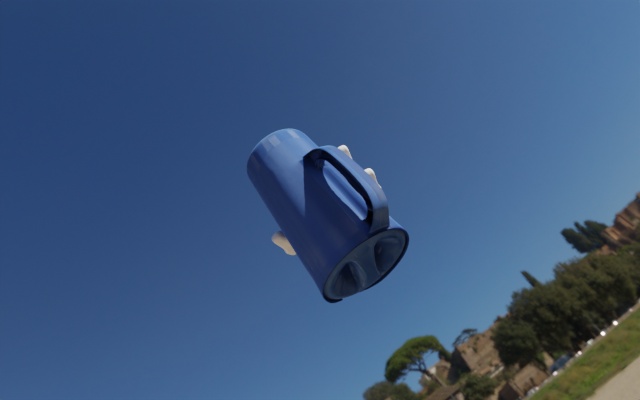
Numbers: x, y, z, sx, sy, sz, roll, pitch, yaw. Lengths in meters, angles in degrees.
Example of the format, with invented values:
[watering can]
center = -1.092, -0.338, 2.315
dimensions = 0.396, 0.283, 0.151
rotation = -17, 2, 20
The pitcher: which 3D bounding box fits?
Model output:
[pitcher]
center = 0.000, 0.002, 0.650
dimensions = 0.242, 0.149, 0.145
rotation = 50, 9, 32
